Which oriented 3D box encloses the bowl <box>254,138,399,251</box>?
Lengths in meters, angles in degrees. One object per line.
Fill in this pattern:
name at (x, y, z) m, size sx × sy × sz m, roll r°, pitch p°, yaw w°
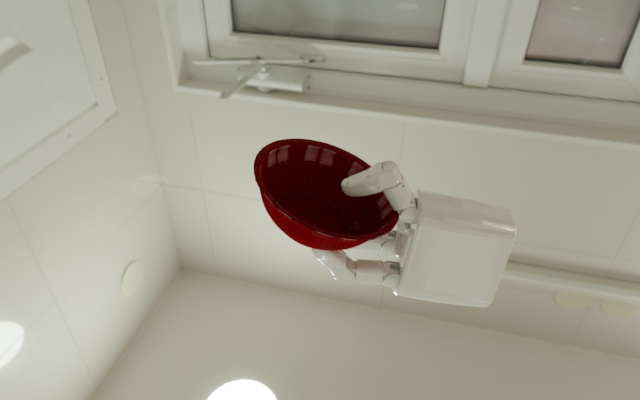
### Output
bowl at (-0.001, 0.001, 0.512) m, size 0.162 × 0.055 × 0.162 m, roll 16°, pitch 36°, yaw -12°
